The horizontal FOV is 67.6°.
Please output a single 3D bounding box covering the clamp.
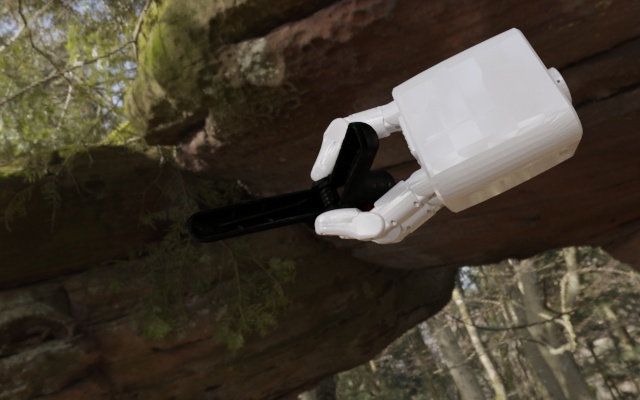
[{"bbox_3d":[0.000,0.001,0.417,0.164,0.036,0.210,-24,-16,18],"label":"clamp"}]
